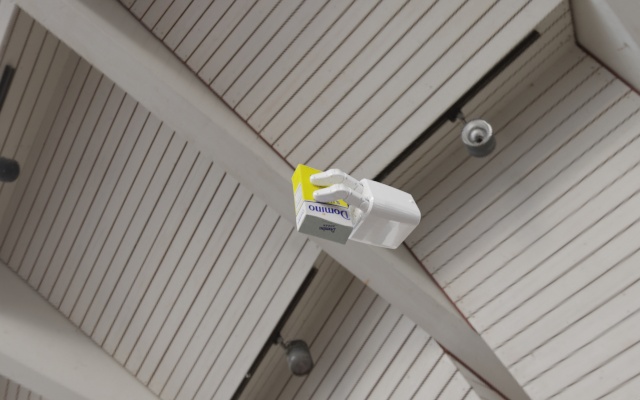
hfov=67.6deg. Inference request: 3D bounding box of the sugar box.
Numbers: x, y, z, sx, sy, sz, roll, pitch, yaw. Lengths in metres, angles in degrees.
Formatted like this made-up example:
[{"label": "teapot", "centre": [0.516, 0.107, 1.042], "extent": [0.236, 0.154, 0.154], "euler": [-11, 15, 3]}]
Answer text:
[{"label": "sugar box", "centre": [0.000, 0.002, 0.883], "extent": [0.093, 0.048, 0.176], "euler": [17, 27, -18]}]
